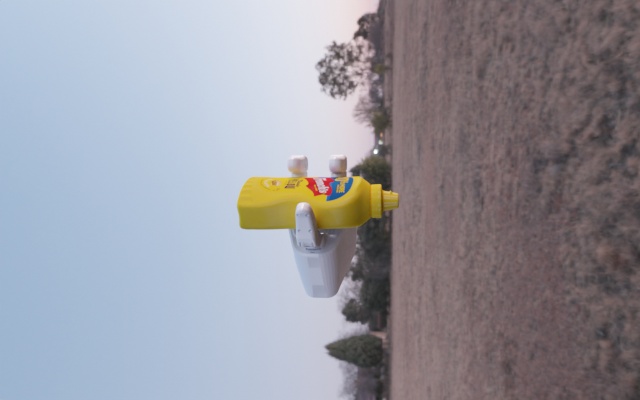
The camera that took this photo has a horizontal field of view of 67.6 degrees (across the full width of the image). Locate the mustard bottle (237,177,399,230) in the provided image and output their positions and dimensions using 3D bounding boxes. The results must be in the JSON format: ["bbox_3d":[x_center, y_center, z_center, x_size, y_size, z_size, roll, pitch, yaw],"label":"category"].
[{"bbox_3d":[0.000,0.002,0.592,0.191,0.058,0.096,0,21,8],"label":"mustard bottle"}]
